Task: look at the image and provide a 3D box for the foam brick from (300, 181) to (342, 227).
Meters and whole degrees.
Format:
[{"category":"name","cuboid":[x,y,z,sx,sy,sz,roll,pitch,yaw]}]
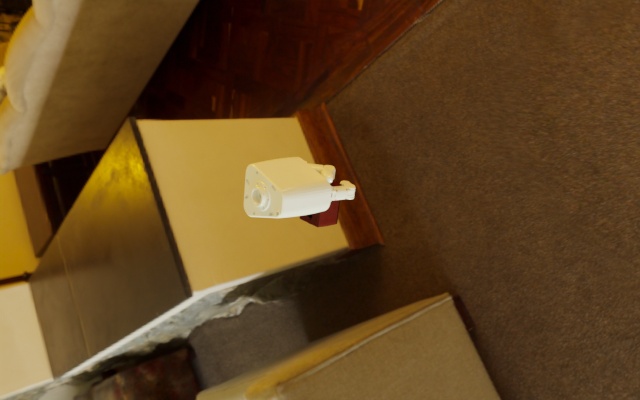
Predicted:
[{"category":"foam brick","cuboid":[0.000,0.003,0.868,0.051,0.078,0.053,-11,25,-44]}]
